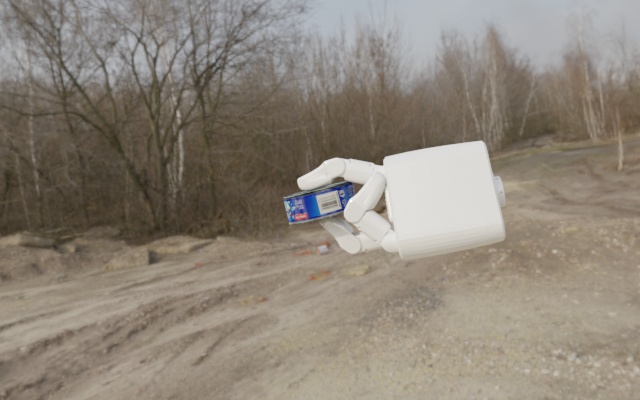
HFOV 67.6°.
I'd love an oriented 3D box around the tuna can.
[{"bbox_3d":[0.000,0.001,0.569,0.086,0.034,0.086,-14,3,1],"label":"tuna can"}]
